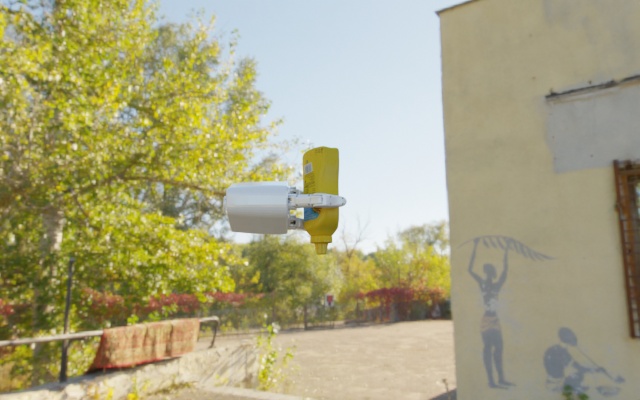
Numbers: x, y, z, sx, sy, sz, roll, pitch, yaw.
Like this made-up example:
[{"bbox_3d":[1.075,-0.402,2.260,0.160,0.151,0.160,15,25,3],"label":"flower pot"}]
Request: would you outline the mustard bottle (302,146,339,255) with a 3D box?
[{"bbox_3d":[0.000,0.003,0.877,0.058,0.191,0.096,5,-10,-27],"label":"mustard bottle"}]
